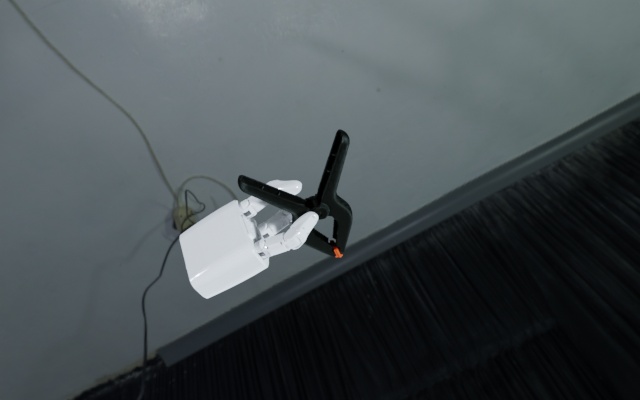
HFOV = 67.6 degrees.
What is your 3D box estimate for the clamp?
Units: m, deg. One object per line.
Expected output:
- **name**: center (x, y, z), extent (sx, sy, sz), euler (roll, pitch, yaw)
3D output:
- **clamp**: center (0.000, 0.003, 0.703), extent (0.164, 0.210, 0.036), euler (-30, 37, 5)
